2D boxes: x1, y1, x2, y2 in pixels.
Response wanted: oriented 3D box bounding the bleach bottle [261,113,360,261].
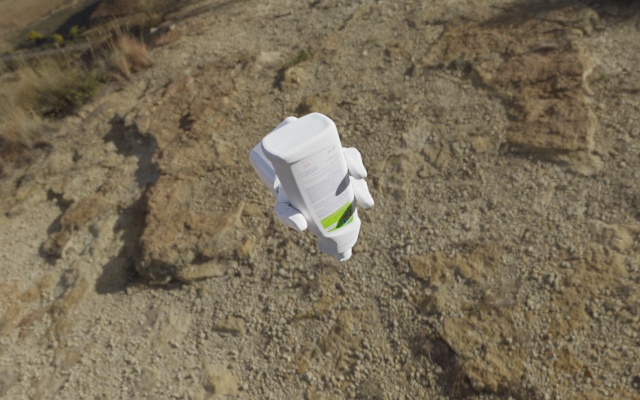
[{"bbox_3d":[0.000,0.002,0.699,0.102,0.251,0.068,-30,42,-14],"label":"bleach bottle"}]
